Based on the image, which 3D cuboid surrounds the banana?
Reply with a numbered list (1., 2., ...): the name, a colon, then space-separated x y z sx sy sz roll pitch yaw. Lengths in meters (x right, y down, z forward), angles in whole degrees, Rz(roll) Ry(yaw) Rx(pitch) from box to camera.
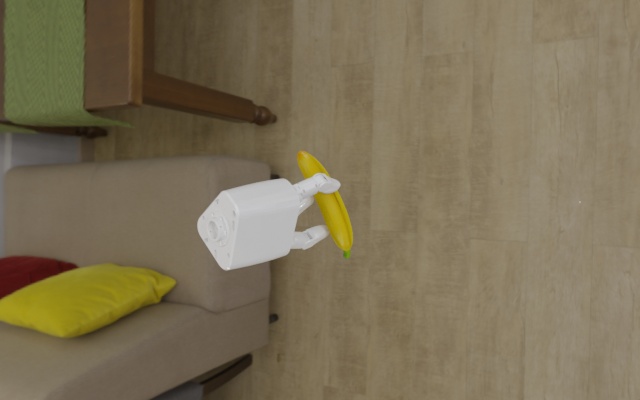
1. banana: 0.008 0.000 0.775 0.037 0.197 0.070 -19 -9 -24
